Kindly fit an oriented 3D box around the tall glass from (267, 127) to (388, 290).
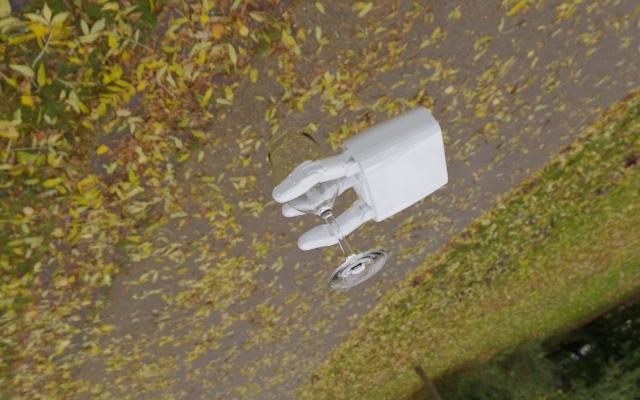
[{"bbox_3d":[0.000,0.002,0.573,0.079,0.201,0.079,-22,-31,-14],"label":"tall glass"}]
